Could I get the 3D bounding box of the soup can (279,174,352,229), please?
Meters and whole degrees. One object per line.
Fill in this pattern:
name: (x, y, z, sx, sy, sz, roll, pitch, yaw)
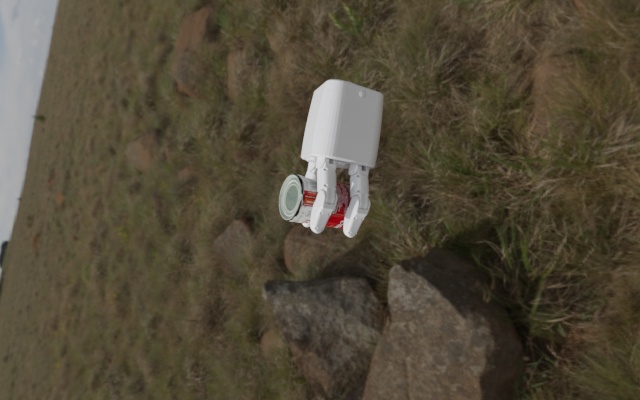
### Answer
soup can: (0.000, 0.003, 0.686, 0.102, 0.068, 0.068, 9, -5, -31)
